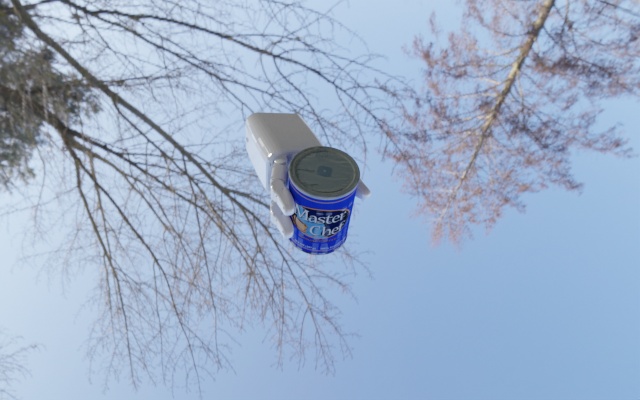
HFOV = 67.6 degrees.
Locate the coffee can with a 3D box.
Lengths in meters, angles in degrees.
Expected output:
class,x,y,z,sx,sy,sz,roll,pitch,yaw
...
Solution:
class,x,y,z,sx,sy,sz,roll,pitch,yaw
coffee can,0.000,0.002,0.732,0.103,0.102,0.140,0,-41,-7
